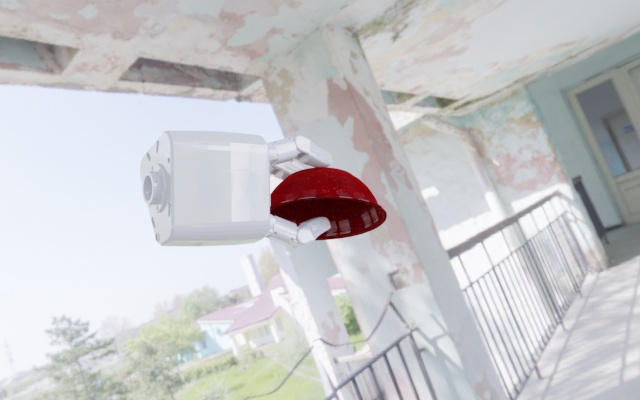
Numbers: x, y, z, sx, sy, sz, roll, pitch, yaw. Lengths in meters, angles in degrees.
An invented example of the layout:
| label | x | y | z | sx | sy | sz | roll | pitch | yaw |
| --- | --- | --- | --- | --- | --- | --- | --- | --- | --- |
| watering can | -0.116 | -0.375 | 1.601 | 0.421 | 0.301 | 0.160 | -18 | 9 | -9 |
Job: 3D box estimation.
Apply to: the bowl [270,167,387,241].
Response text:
| label | x | y | z | sx | sy | sz | roll | pitch | yaw |
| --- | --- | --- | --- | --- | --- | --- | --- | --- | --- |
| bowl | 0.001 | 0.002 | 0.598 | 0.162 | 0.055 | 0.162 | -2 | -22 | -1 |
